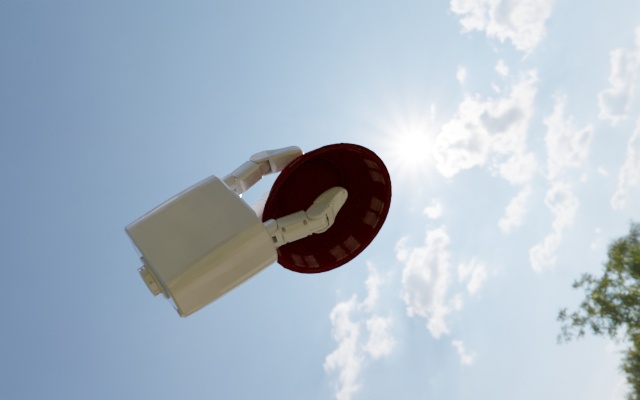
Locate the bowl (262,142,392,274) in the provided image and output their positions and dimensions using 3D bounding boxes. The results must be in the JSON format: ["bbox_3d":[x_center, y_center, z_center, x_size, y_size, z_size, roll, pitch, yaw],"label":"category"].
[{"bbox_3d":[0.001,0.001,0.543,0.162,0.162,0.055,0,27,-30],"label":"bowl"}]
